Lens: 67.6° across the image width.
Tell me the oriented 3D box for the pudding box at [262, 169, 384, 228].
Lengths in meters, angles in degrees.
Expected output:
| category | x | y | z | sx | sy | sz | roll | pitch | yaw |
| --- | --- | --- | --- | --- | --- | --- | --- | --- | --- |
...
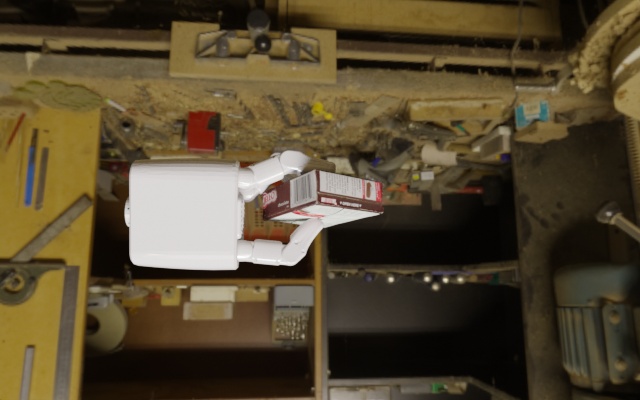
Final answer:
| category | x | y | z | sx | sy | sz | roll | pitch | yaw |
| --- | --- | --- | --- | --- | --- | --- | --- | --- | --- |
| pudding box | 0.000 | 0.002 | 0.527 | 0.090 | 0.039 | 0.113 | 8 | -14 | -34 |
